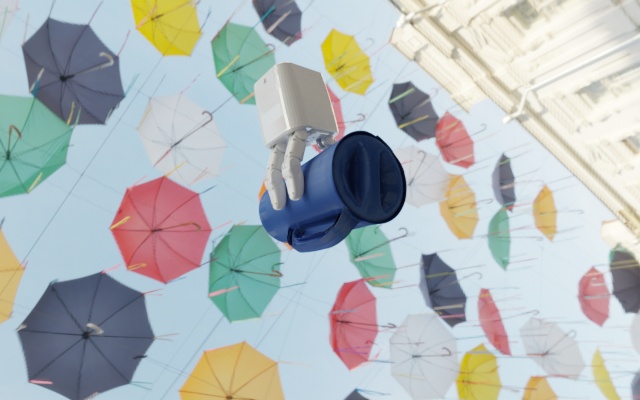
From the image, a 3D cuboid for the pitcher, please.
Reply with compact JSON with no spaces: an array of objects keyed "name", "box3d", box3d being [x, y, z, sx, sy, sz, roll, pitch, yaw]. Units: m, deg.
[{"name":"pitcher","box3d":[0.000,0.002,0.733,0.149,0.145,0.243,-10,-8,-38]}]
